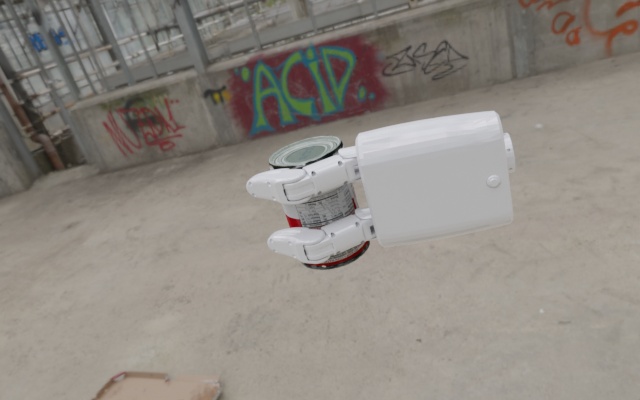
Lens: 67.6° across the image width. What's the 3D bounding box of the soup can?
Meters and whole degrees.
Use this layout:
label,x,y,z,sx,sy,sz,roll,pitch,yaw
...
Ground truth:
label,x,y,z,sx,sy,sz,roll,pitch,yaw
soup can,0.000,0.001,0.428,0.068,0.102,0.068,-14,24,6
